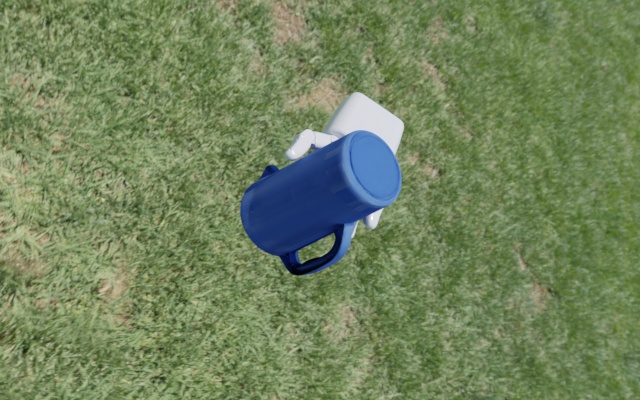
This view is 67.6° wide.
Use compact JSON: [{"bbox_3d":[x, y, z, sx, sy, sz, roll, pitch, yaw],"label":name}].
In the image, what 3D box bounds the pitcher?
[{"bbox_3d":[0.000,0.002,0.700,0.149,0.145,0.243,44,-40,-18],"label":"pitcher"}]
